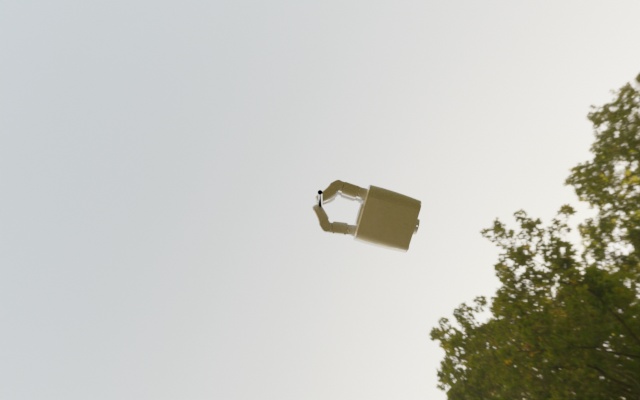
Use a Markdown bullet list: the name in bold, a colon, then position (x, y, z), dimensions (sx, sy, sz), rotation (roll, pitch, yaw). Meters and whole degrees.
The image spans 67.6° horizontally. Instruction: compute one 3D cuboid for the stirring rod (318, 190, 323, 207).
- **stirring rod**: position (0.000, 0.003, 0.883), dimensions (0.011, 0.011, 0.239), rotation (0, -8, 0)
